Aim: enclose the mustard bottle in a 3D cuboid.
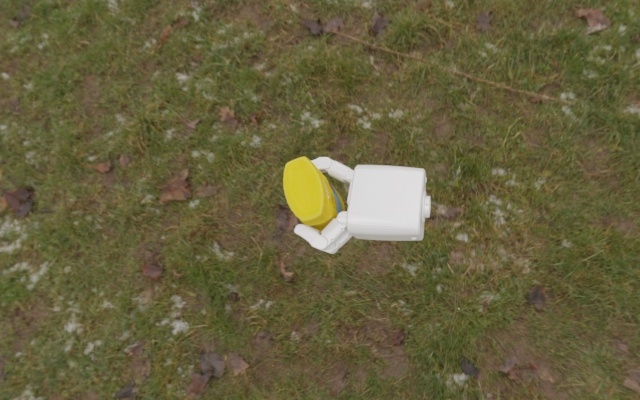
[{"bbox_3d":[0.000,0.002,0.756,0.058,0.096,0.192,-21,-17,10],"label":"mustard bottle"}]
